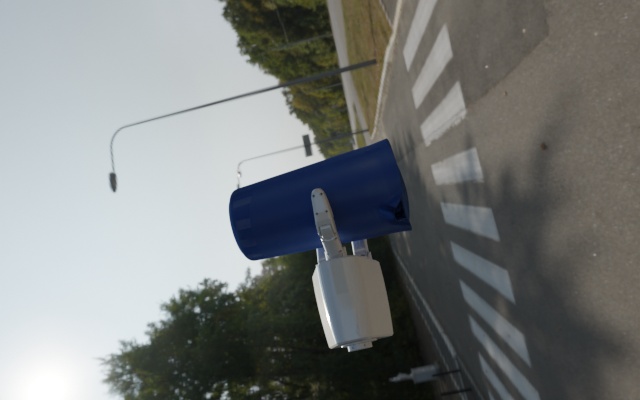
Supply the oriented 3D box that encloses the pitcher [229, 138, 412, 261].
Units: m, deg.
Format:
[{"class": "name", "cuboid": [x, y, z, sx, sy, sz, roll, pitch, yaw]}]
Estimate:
[{"class": "pitcher", "cuboid": [0.000, 0.002, 0.688, 0.243, 0.145, 0.149, -15, -17, 6]}]
